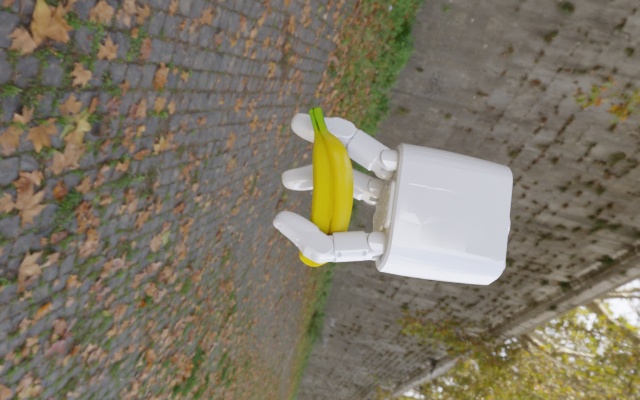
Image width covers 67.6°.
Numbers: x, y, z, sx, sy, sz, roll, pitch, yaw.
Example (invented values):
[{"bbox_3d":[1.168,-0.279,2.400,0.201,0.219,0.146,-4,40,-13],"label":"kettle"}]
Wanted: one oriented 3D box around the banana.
[{"bbox_3d":[0.004,0.012,0.456,0.037,0.198,0.069,-3,44,-12],"label":"banana"}]
